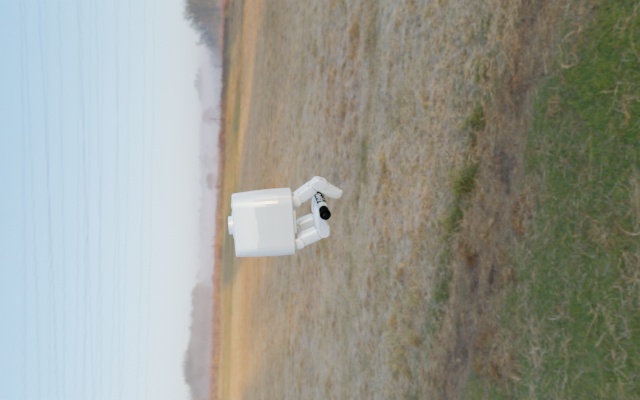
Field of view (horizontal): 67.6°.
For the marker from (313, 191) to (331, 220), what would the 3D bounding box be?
[{"bbox_3d":[0.000,0.003,0.820,0.020,0.020,0.121,0,23,-9],"label":"marker"}]
